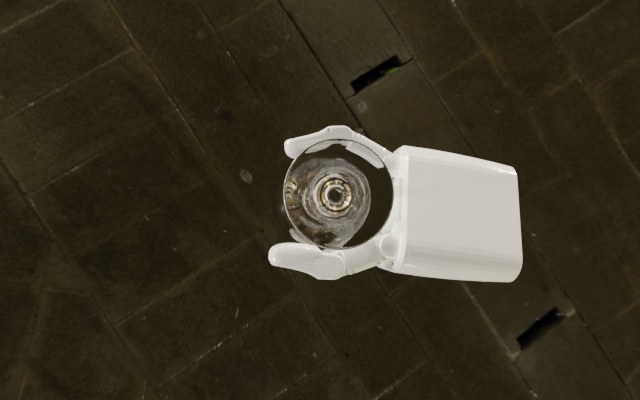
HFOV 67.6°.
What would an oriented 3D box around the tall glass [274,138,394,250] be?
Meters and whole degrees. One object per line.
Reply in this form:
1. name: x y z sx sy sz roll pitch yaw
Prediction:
1. tall glass: 0.000 0.001 0.411 0.079 0.079 0.201 0 -3 -8
